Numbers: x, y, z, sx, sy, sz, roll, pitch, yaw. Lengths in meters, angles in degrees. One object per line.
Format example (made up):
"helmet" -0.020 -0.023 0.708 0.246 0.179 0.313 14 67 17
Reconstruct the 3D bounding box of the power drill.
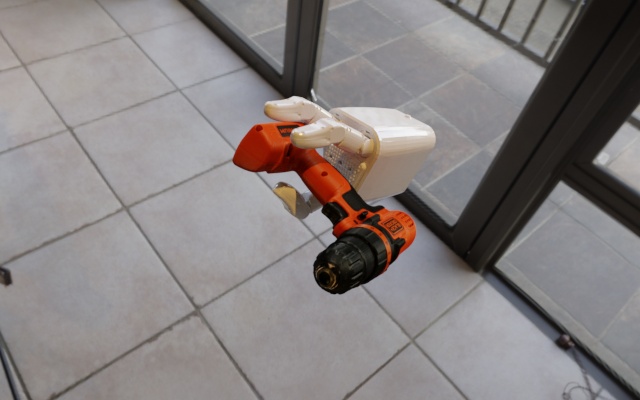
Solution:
"power drill" 0.000 0.001 0.478 0.187 0.057 0.184 46 25 14
